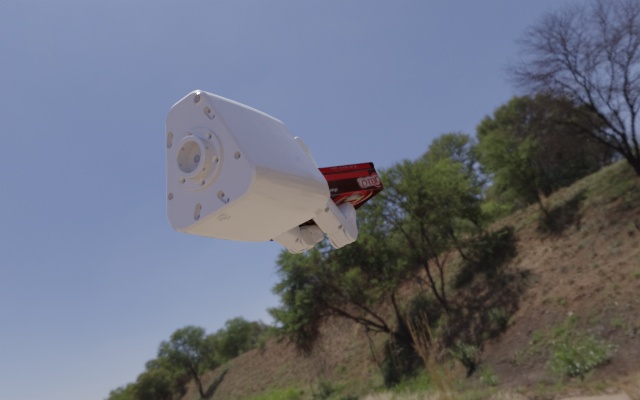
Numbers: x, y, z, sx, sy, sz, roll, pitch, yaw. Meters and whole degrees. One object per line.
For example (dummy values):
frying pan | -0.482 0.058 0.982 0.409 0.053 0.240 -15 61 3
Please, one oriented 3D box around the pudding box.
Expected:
pudding box | 0.000 0.002 0.520 0.090 0.039 0.113 -8 -19 -35
